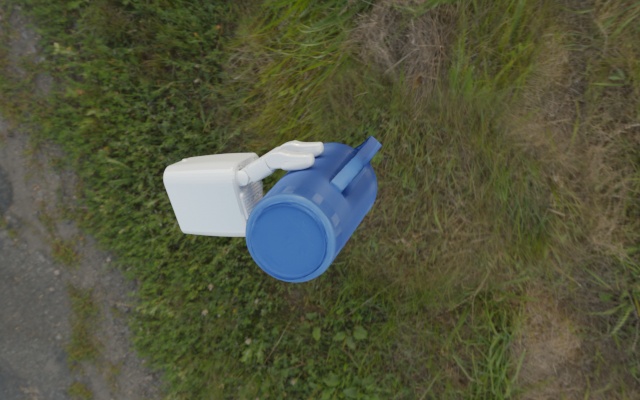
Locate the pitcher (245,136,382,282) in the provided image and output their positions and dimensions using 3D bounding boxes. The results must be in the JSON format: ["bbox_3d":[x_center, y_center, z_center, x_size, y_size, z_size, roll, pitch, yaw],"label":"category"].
[{"bbox_3d":[0.000,0.002,0.633,0.145,0.149,0.242,1,18,14],"label":"pitcher"}]
